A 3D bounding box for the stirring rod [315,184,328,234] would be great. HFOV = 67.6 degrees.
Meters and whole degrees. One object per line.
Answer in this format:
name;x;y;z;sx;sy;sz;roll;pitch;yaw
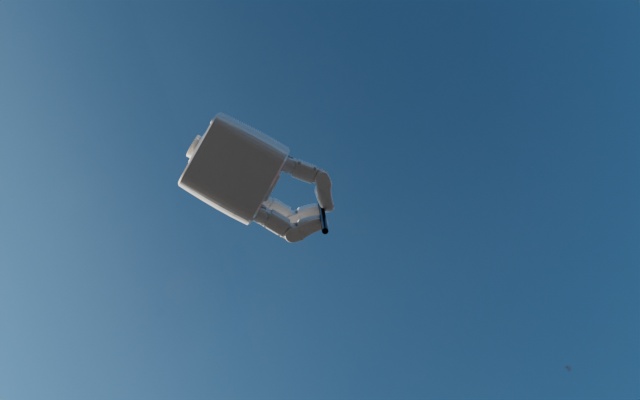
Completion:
stirring rod;0.000;0.002;0.689;0.011;0.011;0.239;0;17;-3
